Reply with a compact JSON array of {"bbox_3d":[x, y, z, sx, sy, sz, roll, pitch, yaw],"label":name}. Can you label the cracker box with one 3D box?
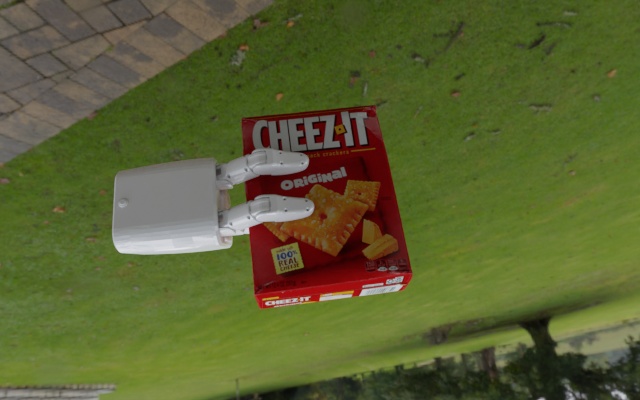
[{"bbox_3d":[0.000,0.002,0.540,0.164,0.213,0.072,-6,-24,-5],"label":"cracker box"}]
